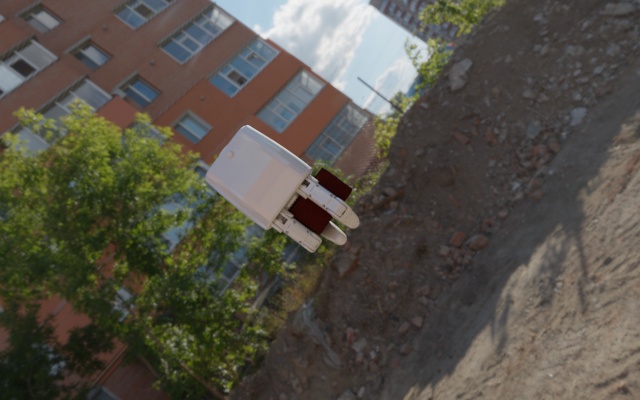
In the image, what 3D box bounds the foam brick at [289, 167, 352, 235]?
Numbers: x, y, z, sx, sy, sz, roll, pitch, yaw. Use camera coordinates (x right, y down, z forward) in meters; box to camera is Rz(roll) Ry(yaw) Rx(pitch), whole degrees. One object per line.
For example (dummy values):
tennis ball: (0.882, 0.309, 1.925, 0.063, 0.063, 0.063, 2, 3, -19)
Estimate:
foam brick: (0.000, 0.002, 0.646, 0.051, 0.078, 0.053, 37, -4, 3)
